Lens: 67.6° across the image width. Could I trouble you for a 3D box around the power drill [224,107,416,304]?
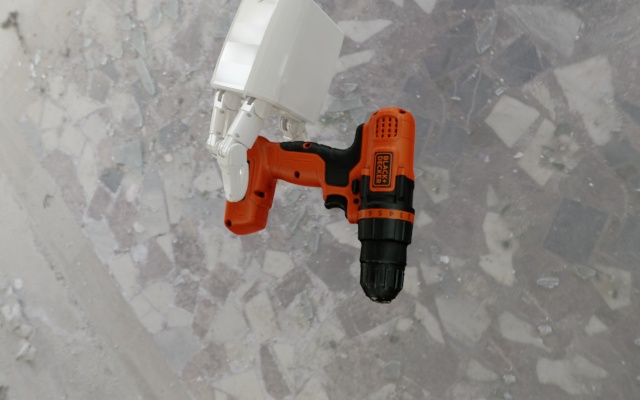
[{"bbox_3d":[0.000,0.001,0.474,0.187,0.184,0.057,2,-13,20],"label":"power drill"}]
